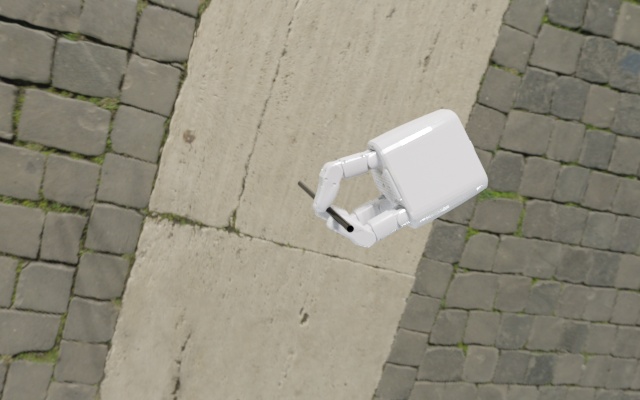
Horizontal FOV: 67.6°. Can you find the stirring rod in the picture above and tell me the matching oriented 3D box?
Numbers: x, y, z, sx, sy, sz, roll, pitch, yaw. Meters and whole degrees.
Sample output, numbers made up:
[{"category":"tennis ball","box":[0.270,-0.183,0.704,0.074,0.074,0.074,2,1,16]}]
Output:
[{"category":"stirring rod","box":[0.000,0.002,0.599,0.011,0.011,0.239,0,13,-15]}]
